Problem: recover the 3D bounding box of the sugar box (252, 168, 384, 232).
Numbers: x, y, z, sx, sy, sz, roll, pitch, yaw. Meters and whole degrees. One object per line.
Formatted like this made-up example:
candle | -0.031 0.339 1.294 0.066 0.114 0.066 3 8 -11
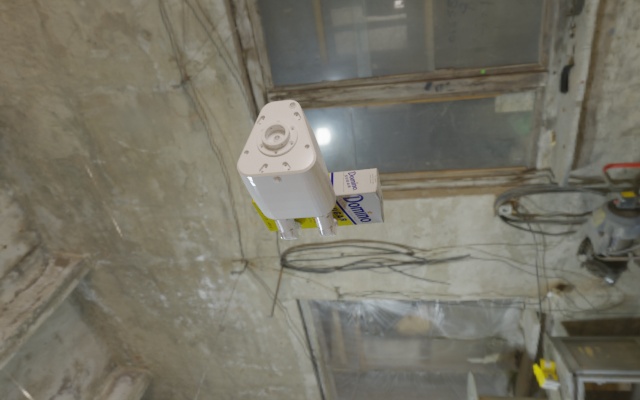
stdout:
sugar box | 0.000 0.003 0.687 0.176 0.048 0.093 -3 -30 12
